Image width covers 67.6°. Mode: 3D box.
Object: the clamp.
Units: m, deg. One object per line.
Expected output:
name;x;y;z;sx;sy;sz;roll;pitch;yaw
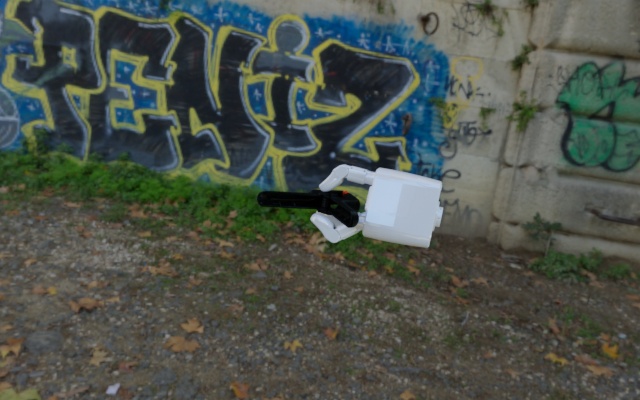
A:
clamp;0.001;0.002;0.797;0.164;0.036;0.210;13;10;13
